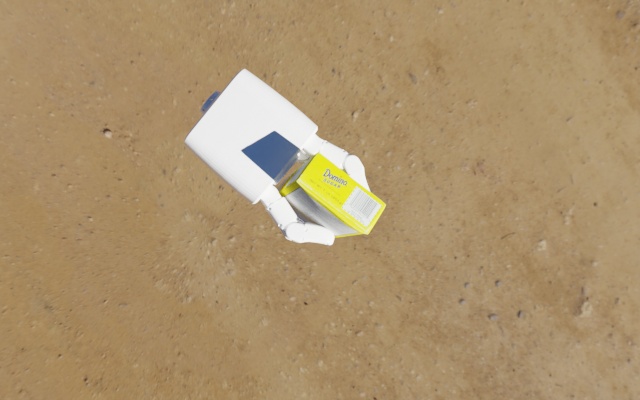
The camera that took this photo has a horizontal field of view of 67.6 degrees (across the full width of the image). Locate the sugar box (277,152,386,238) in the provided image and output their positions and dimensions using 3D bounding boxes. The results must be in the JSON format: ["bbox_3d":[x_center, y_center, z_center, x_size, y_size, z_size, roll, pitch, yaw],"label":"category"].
[{"bbox_3d":[0.000,0.001,0.563,0.093,0.048,0.176,38,-12,-9],"label":"sugar box"}]
